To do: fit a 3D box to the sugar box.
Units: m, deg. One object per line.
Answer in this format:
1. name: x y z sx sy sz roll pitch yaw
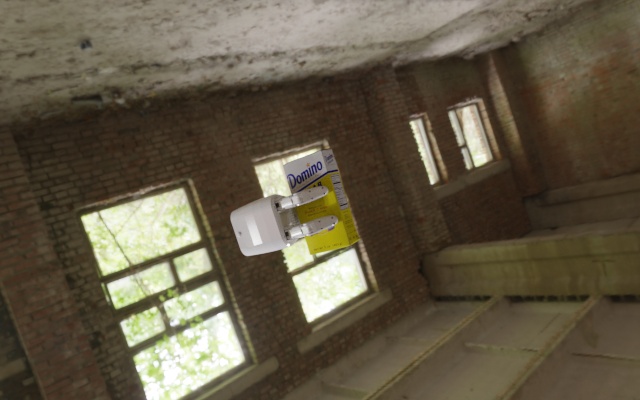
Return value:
1. sugar box: 0.000 0.003 0.866 0.093 0.176 0.048 -18 2 32
